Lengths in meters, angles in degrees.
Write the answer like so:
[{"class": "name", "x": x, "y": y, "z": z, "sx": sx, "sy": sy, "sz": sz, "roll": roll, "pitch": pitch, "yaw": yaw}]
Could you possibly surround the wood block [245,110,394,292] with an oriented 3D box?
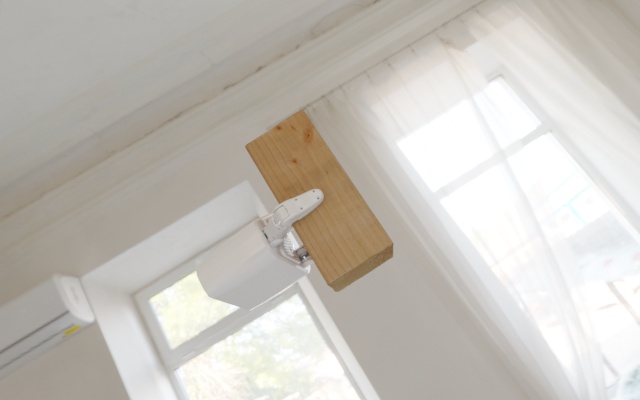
[{"class": "wood block", "x": 0.000, "y": 0.002, "z": 0.610, "sx": 0.090, "sy": 0.206, "sz": 0.091, "roll": -32, "pitch": -18, "yaw": -1}]
